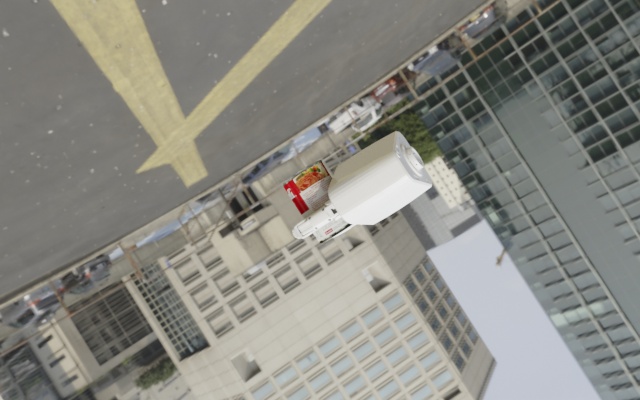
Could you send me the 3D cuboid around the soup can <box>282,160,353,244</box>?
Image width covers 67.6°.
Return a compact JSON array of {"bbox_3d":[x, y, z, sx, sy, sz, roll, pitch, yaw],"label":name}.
[{"bbox_3d":[0.000,0.003,0.687,0.068,0.102,0.068,-33,-1,-1],"label":"soup can"}]
